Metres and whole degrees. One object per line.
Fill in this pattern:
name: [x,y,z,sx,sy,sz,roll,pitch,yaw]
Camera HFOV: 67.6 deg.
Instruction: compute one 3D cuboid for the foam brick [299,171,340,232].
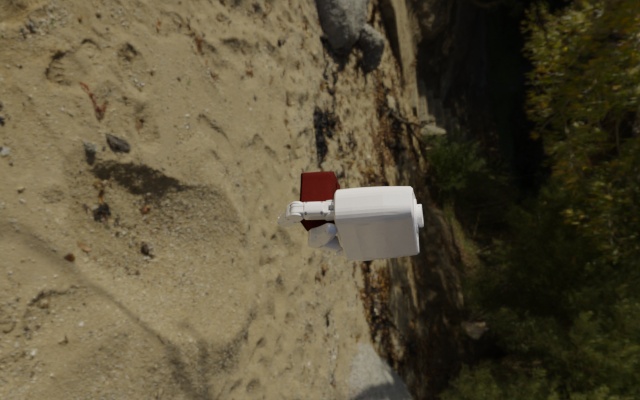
foam brick: [0.000,0.002,0.713,0.051,0.078,0.053,-5,-27,14]
